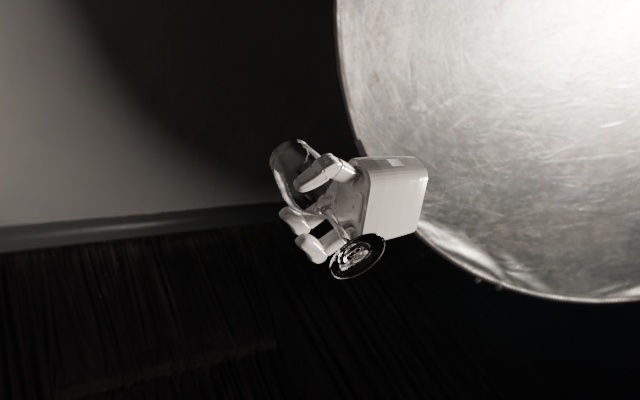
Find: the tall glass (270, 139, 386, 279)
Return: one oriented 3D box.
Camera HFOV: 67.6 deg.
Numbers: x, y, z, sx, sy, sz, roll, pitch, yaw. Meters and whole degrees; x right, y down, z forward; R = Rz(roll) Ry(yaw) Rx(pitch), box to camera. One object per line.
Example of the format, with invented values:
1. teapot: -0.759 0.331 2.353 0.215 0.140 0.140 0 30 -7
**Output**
1. tall glass: 0.000 0.002 0.616 0.079 0.079 0.201 0 40 -36
